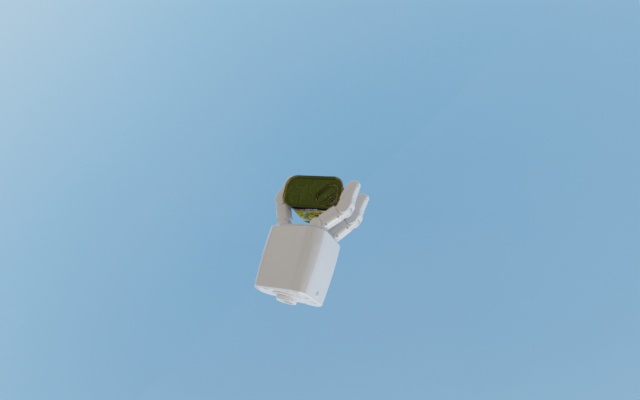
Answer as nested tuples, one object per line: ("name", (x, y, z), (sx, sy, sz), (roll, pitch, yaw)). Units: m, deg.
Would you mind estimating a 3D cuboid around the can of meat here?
("can of meat", (0.000, 0.003, 0.805), (0.102, 0.057, 0.084), (3, -24, 23))
